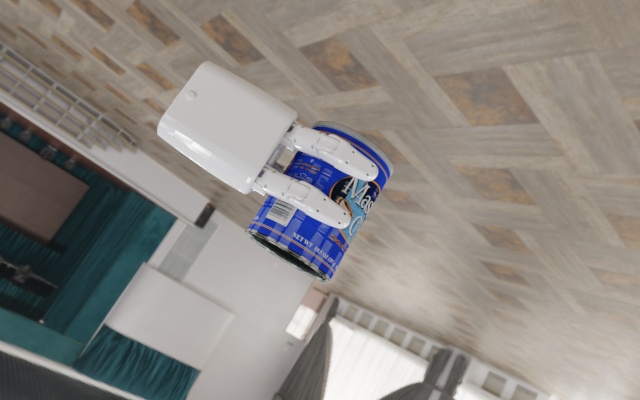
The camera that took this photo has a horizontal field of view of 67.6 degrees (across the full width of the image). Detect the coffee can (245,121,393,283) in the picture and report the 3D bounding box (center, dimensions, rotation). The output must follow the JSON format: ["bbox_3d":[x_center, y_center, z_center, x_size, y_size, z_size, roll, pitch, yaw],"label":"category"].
[{"bbox_3d":[0.000,0.002,0.512,0.103,0.140,0.103,29,-14,8],"label":"coffee can"}]
